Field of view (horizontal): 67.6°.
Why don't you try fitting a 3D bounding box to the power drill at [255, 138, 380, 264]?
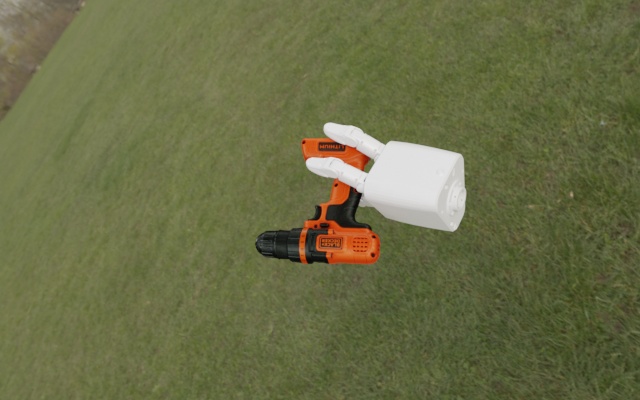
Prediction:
[{"bbox_3d":[0.000,0.002,0.713,0.184,0.187,0.057,2,-16,12],"label":"power drill"}]
